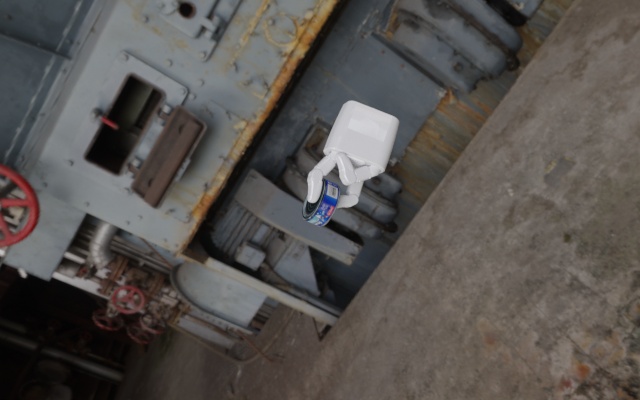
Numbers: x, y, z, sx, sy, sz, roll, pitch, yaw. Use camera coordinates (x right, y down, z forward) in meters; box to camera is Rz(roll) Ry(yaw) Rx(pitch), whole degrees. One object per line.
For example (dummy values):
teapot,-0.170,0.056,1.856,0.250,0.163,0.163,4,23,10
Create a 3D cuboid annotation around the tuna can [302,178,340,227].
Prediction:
tuna can,0.000,0.003,0.881,0.034,0.086,0.086,23,-9,-21
